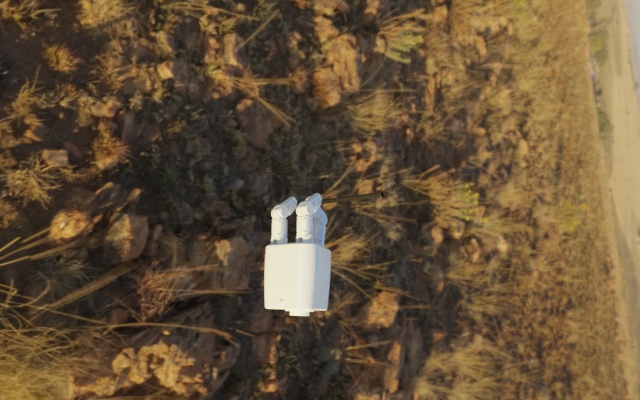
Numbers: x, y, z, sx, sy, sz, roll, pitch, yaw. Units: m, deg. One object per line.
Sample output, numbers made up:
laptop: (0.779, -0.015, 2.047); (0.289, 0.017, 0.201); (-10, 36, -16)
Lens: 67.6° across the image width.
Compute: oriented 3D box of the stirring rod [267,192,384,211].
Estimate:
stirring rod: (0.000, 0.003, 0.823); (0.239, 0.011, 0.011); (-7, -4, 35)
